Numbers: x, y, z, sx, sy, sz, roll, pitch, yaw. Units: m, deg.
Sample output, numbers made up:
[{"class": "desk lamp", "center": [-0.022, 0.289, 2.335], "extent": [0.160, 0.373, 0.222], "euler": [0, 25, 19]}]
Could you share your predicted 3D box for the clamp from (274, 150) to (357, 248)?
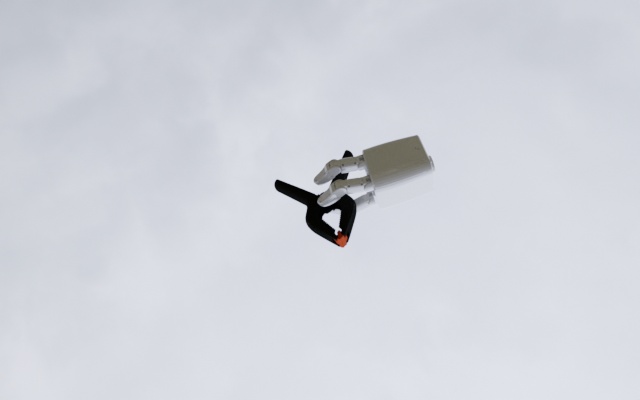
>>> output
[{"class": "clamp", "center": [0.001, 0.004, 0.875], "extent": [0.164, 0.209, 0.036], "euler": [-19, -43, 7]}]
